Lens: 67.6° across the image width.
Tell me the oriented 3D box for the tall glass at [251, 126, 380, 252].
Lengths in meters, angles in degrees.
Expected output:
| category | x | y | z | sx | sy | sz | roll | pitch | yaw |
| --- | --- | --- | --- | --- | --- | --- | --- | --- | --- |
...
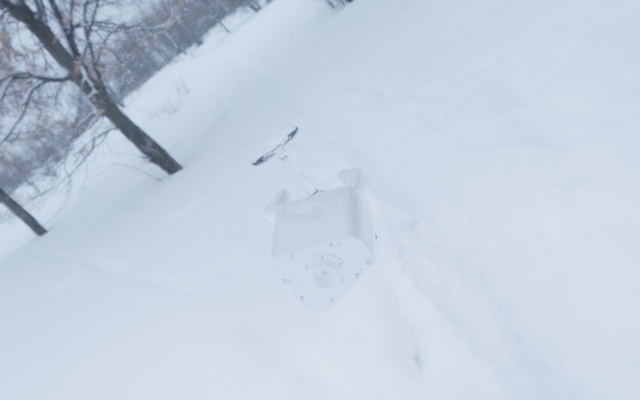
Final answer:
| category | x | y | z | sx | sy | sz | roll | pitch | yaw |
| --- | --- | --- | --- | --- | --- | --- | --- | --- | --- |
| tall glass | 0.000 | 0.001 | 0.637 | 0.079 | 0.201 | 0.079 | -32 | 24 | 16 |
